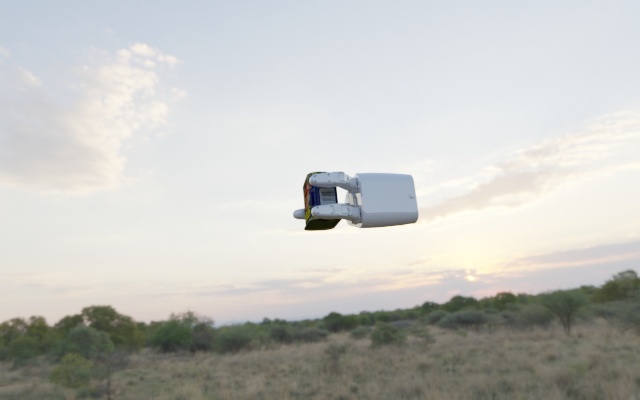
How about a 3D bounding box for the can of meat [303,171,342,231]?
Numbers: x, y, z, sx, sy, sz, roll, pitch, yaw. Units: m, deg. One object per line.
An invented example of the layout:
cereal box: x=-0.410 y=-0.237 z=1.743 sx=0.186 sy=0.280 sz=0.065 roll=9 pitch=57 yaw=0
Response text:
can of meat: x=0.000 y=0.002 z=0.845 sx=0.057 sy=0.084 sz=0.102 roll=-2 pitch=-15 yaw=-10
